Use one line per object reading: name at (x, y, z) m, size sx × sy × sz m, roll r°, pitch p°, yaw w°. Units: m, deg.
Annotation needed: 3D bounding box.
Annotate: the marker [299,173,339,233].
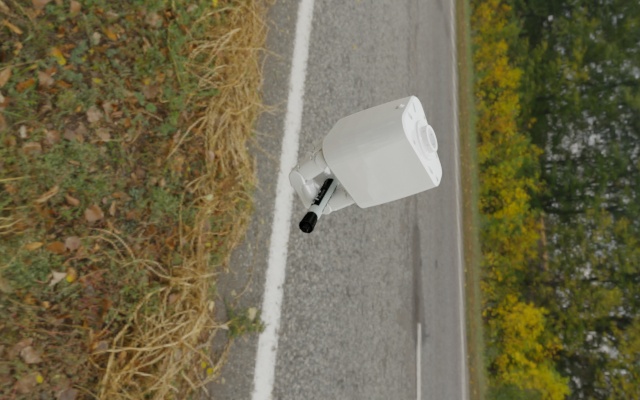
marker at (0.000, 0.002, 0.610) m, size 0.020 × 0.020 × 0.121 m, roll 0°, pitch 33°, yaw 22°
